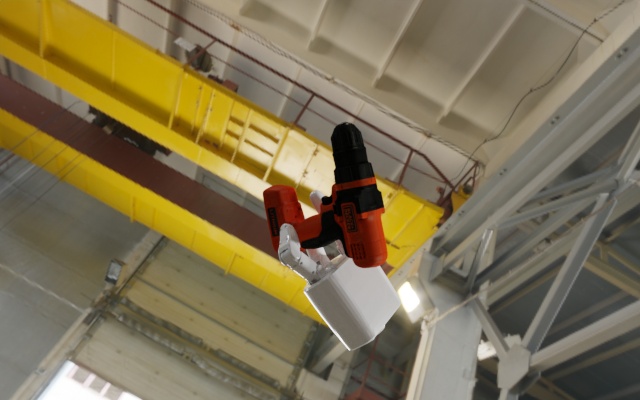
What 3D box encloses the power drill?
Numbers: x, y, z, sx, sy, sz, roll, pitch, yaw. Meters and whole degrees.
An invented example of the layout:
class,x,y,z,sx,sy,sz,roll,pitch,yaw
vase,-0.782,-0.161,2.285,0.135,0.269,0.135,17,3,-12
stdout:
class,x,y,z,sx,sy,sz,roll,pitch,yaw
power drill,0.000,0.002,0.645,0.057,0.184,0.187,-10,0,-43
